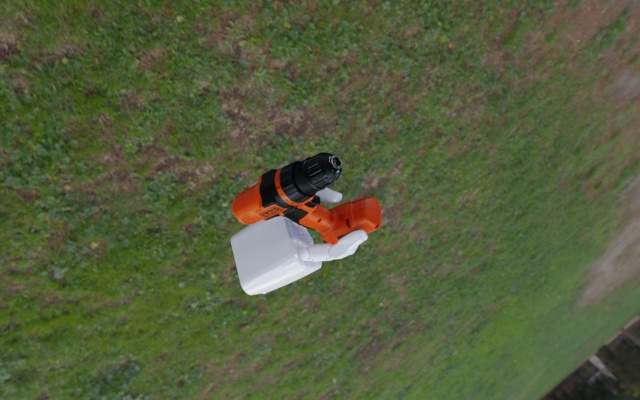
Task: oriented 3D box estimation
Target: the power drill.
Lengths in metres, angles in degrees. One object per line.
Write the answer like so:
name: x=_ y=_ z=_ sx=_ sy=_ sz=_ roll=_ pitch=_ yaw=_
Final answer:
power drill: x=0.000 y=0.002 z=0.662 sx=0.184 sy=0.057 sz=0.188 roll=-22 pitch=-32 yaw=38
